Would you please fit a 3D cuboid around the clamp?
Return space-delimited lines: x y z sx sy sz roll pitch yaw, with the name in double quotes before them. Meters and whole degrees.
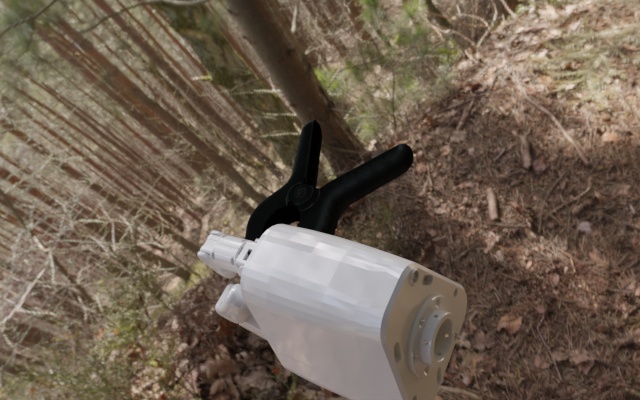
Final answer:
"clamp" 0.000 0.001 0.405 0.120 0.171 0.039 9 -29 39
